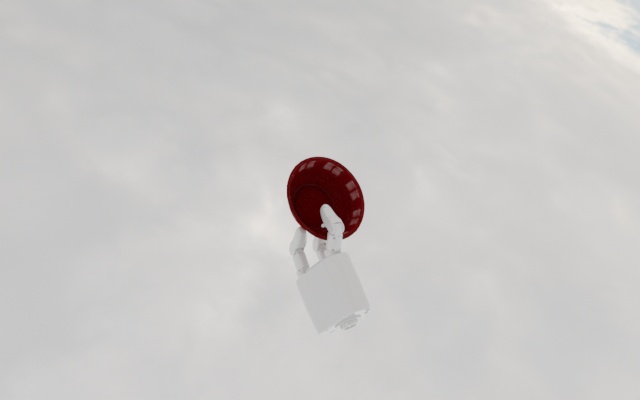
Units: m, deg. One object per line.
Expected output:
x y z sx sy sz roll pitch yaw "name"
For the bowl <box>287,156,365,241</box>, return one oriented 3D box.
0.000 0.002 0.879 0.162 0.162 0.055 0 -18 -31 "bowl"
